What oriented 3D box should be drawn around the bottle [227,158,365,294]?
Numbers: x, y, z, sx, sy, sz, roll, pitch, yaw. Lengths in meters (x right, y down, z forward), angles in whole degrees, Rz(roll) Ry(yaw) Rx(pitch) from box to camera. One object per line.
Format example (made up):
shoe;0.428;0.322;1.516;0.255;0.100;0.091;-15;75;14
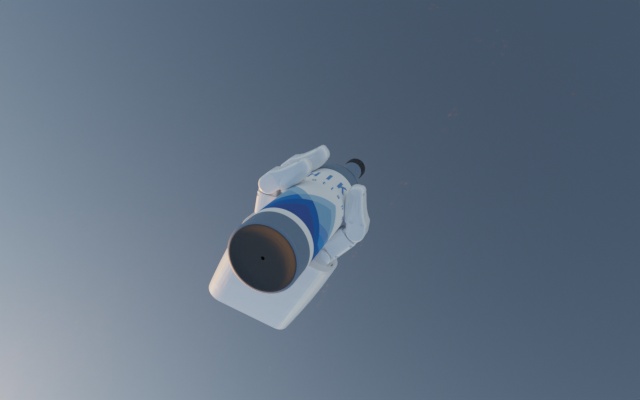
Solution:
bottle;0.000;0.002;0.526;0.069;0.069;0.295;0;18;20
